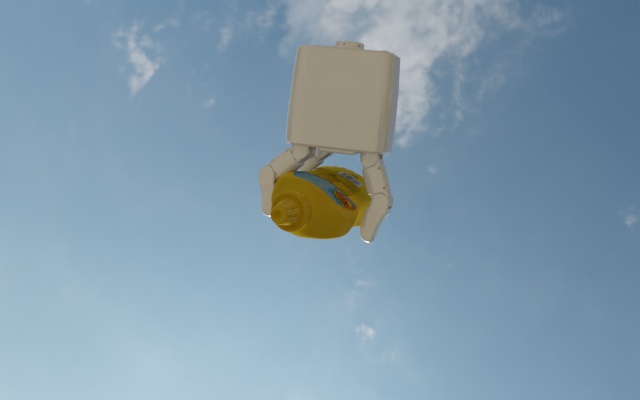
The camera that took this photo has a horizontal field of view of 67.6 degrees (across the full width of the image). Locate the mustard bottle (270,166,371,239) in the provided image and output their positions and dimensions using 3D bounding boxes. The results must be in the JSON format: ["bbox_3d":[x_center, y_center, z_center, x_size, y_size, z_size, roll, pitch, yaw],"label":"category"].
[{"bbox_3d":[0.000,0.002,0.537,0.096,0.058,0.191,35,20,17],"label":"mustard bottle"}]
